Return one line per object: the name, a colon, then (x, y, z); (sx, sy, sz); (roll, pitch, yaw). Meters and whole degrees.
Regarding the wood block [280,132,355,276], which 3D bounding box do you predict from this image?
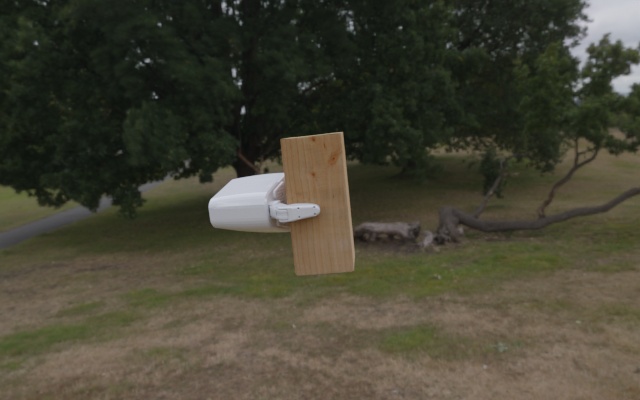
wood block: (0.000, 0.002, 0.740); (0.090, 0.206, 0.091); (-5, 8, 7)
